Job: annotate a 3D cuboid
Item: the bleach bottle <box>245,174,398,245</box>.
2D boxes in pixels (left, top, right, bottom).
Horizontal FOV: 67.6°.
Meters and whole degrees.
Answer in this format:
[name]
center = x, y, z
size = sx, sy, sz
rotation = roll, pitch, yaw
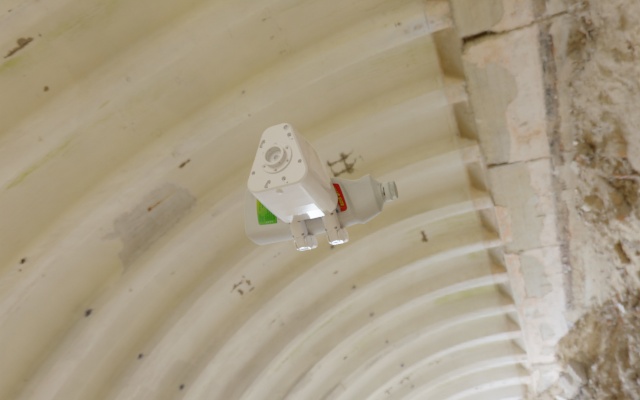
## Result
[bleach bottle]
center = 0.000, 0.003, 0.780
size = 0.251, 0.102, 0.068
rotation = -13, -28, 19
